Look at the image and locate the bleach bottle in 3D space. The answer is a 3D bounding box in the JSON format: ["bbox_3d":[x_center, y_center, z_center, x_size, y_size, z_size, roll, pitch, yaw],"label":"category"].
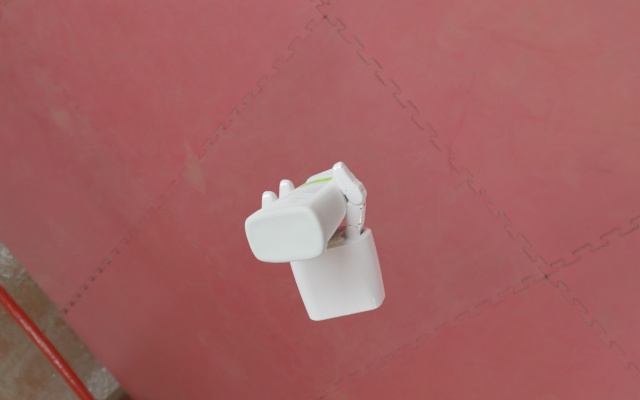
[{"bbox_3d":[0.000,0.002,0.653,0.102,0.068,0.250,-9,15,25],"label":"bleach bottle"}]
